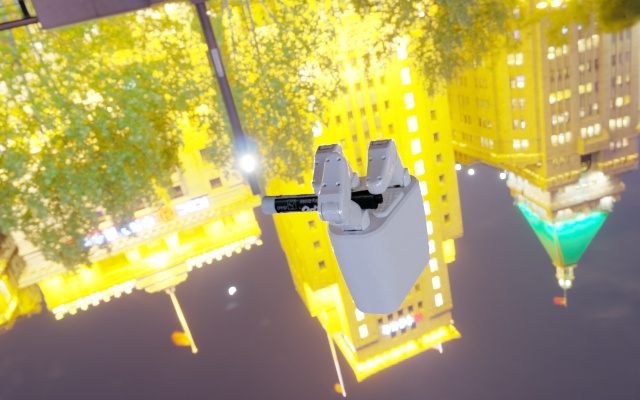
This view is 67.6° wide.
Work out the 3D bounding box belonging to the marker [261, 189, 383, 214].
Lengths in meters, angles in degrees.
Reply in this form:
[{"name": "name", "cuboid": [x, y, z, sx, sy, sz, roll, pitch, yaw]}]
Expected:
[{"name": "marker", "cuboid": [0.000, 0.001, 0.453, 0.121, 0.020, 0.020, -3, -1, 24]}]
